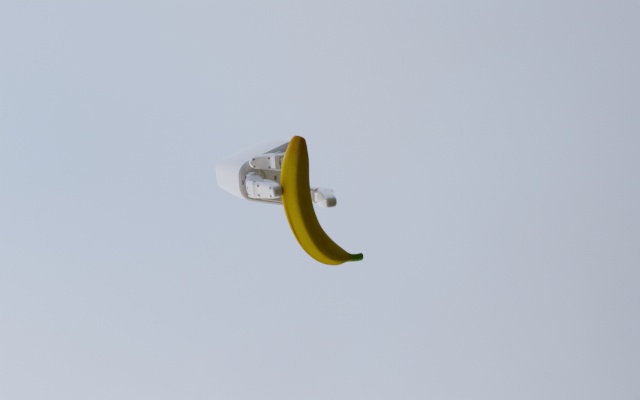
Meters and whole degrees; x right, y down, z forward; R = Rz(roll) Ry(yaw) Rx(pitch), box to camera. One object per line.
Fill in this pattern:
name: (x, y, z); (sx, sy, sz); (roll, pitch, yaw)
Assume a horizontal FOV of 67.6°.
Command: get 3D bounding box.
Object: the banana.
banana: (-0.012, 0.015, 0.616); (0.069, 0.198, 0.037); (-37, 26, -22)
